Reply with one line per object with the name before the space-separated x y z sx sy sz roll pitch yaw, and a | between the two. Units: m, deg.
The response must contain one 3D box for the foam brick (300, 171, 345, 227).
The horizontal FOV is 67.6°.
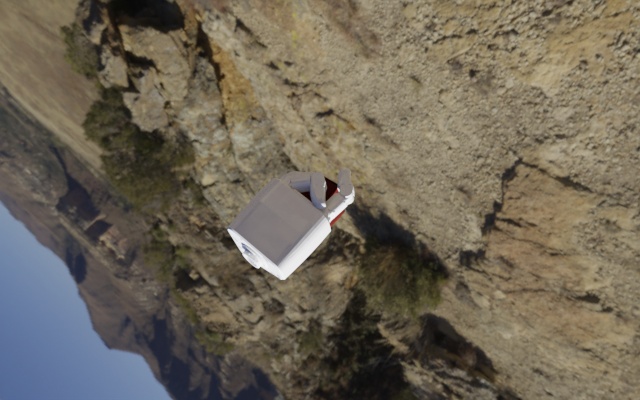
foam brick | 0.000 0.003 0.774 0.053 0.051 0.078 31 -23 28
